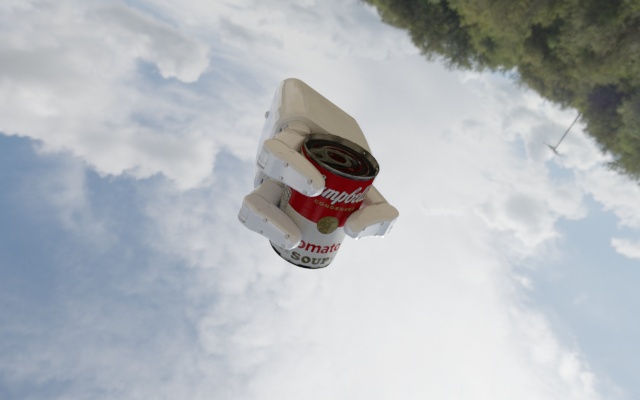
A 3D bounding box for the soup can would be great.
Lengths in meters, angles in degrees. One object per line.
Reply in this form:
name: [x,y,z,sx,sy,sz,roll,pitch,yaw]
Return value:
soup can: [0.000,0.002,0.419,0.068,0.102,0.068,18,30,-11]
